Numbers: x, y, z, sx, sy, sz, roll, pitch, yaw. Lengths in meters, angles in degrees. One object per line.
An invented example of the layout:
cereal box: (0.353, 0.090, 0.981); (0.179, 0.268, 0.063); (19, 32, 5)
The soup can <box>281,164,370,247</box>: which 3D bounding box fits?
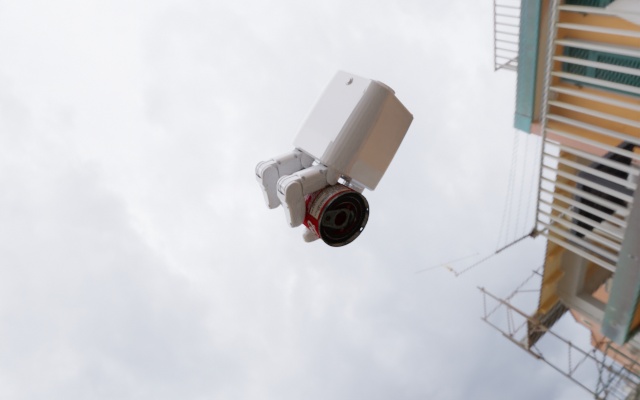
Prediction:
soup can: (0.000, 0.002, 0.562); (0.068, 0.068, 0.102); (0, 23, -36)
